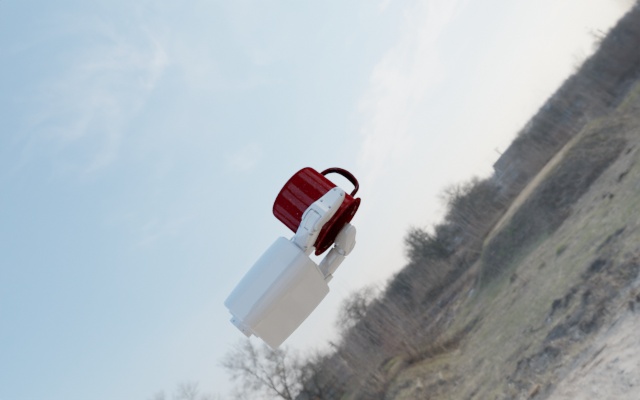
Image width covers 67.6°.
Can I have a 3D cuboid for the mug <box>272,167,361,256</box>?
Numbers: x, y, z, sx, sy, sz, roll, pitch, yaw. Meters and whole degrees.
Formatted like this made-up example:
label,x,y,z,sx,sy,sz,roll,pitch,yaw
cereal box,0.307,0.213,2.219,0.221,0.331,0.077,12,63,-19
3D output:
label,x,y,z,sx,sy,sz,roll,pitch,yaw
mug,0.001,0.001,0.617,0.081,0.117,0.093,37,-19,14
